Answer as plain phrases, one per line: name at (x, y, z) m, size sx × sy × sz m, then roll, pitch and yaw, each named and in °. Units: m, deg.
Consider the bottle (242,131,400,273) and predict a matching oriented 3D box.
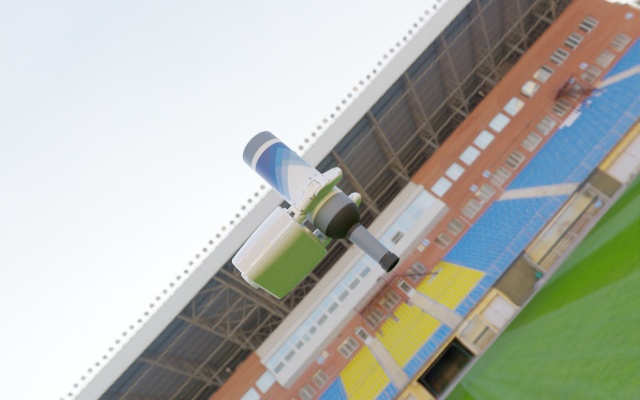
bottle at (0.000, 0.002, 0.725) m, size 0.295 × 0.069 × 0.069 m, roll 41°, pitch 18°, yaw 23°
